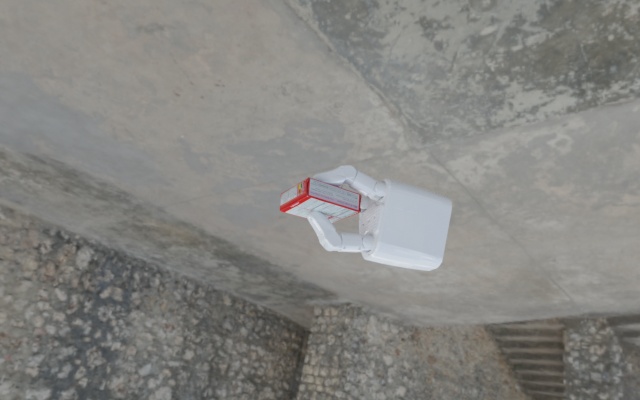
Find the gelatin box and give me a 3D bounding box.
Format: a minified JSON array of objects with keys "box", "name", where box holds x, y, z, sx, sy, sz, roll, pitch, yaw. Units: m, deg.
[{"box":[0.000,0.002,0.653,0.089,0.030,0.073,16,-24,-30],"name":"gelatin box"}]
